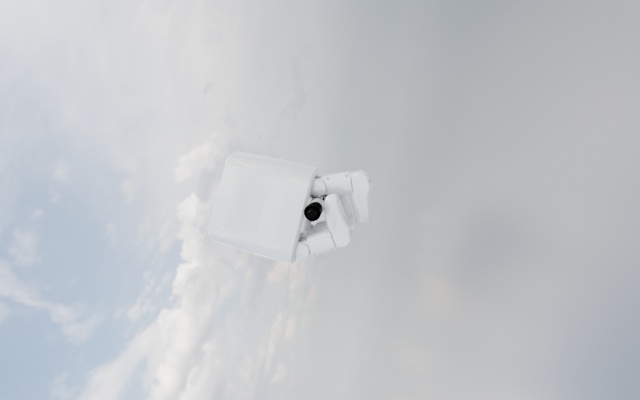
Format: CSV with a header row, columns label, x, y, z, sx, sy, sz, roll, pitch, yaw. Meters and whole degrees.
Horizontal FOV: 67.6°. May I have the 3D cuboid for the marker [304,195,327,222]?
label,x,y,z,sx,sy,sz,roll,pitch,yaw
marker,0.000,0.002,0.561,0.020,0.020,0.121,0,12,10
